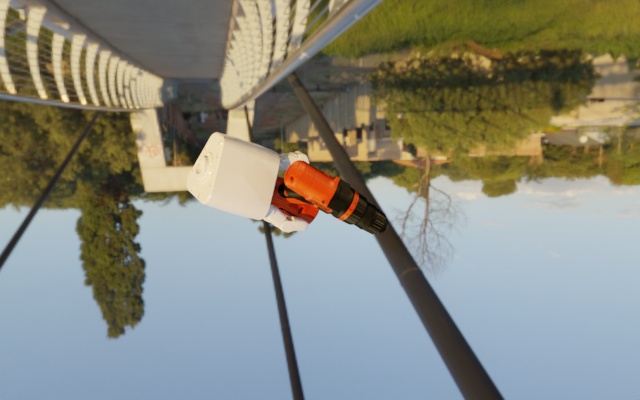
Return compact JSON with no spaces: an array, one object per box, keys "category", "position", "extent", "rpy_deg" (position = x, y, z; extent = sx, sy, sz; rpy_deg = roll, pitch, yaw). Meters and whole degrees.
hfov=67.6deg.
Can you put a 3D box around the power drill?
[{"category":"power drill","position":[0.000,0.003,0.788],"extent":[0.184,0.057,0.187],"rpy_deg":[33,-18,-20]}]
